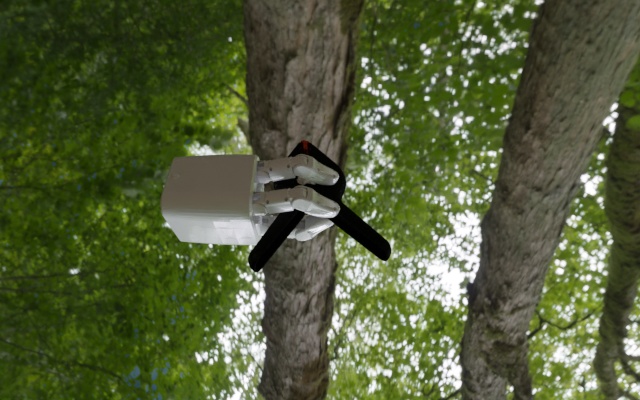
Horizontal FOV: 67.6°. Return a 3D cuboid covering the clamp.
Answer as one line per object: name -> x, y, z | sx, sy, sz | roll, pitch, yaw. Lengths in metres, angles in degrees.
clamp -> 0.000, 0.002, 0.606 | 0.164, 0.209, 0.036 | 2, -43, -2
